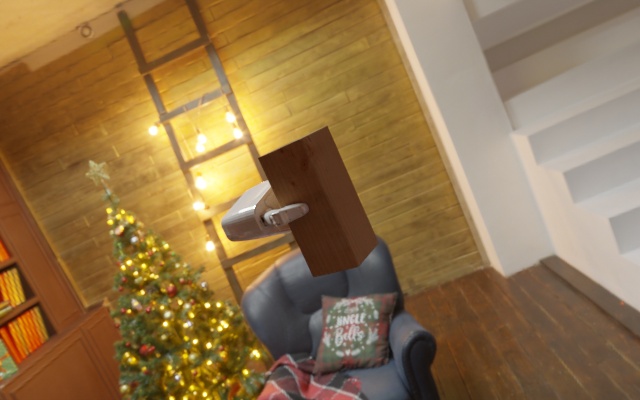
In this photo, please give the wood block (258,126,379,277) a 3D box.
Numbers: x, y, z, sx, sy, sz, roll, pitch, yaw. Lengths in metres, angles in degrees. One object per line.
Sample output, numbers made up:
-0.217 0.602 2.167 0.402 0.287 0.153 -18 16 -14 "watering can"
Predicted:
0.000 0.003 0.744 0.090 0.206 0.090 -19 11 33 "wood block"
